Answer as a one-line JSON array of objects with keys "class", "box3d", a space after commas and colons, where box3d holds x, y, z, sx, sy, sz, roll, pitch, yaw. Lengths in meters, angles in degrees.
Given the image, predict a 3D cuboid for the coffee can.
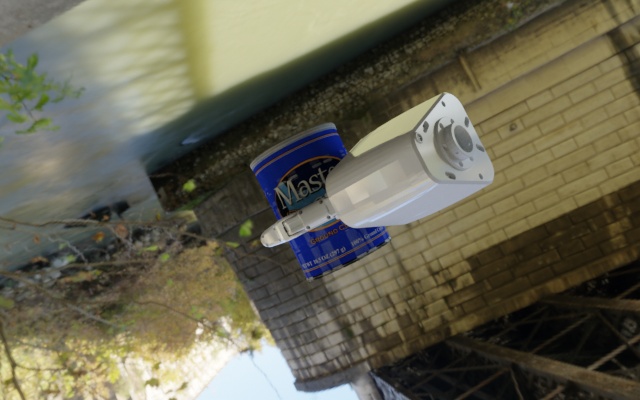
[{"class": "coffee can", "box3d": [0.000, 0.002, 0.519, 0.103, 0.140, 0.103, -27, -2, -1]}]
